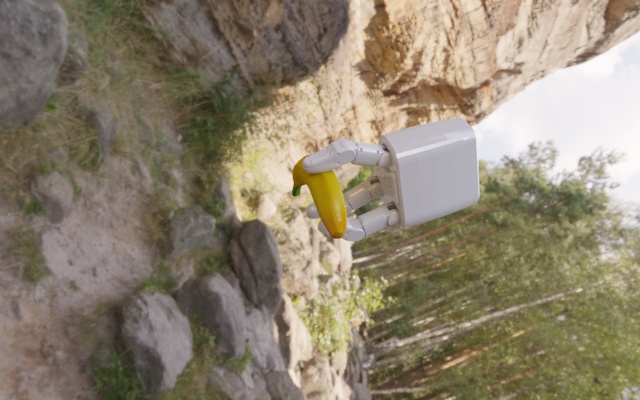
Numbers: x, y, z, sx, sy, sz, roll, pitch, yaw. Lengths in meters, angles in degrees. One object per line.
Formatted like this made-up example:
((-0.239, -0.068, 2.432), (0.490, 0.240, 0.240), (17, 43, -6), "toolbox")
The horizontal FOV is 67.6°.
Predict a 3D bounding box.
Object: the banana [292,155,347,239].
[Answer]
((-0.003, -0.017, 0.579), (0.037, 0.070, 0.197), (-10, 17, -12), "banana")
